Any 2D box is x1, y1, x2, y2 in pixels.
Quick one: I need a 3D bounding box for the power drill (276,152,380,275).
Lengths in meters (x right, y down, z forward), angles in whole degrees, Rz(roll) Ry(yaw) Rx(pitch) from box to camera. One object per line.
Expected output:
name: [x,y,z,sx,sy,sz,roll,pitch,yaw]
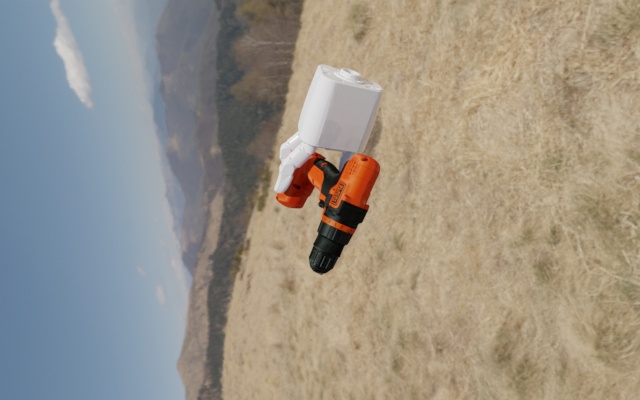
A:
power drill: [0.000,0.002,0.745,0.057,0.184,0.187,24,4,-36]
